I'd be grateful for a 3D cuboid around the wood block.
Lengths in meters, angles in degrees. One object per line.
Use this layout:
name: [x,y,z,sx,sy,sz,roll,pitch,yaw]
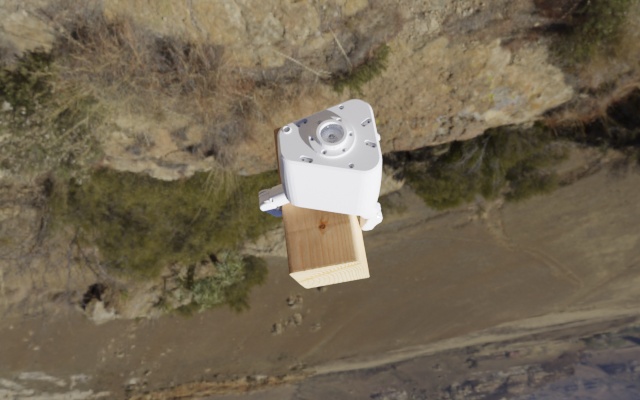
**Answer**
wood block: [0.000,0.002,0.646,0.091,0.206,0.090,-12,-24,9]
